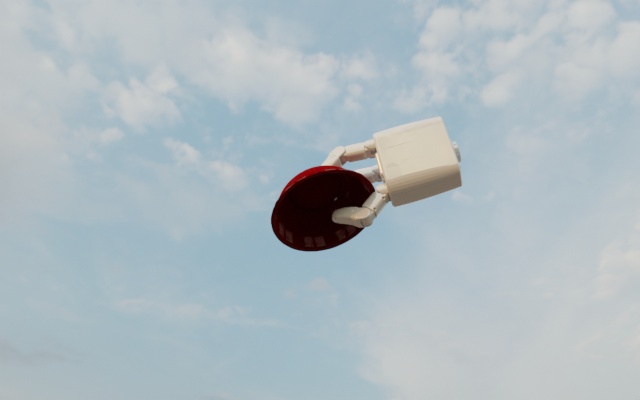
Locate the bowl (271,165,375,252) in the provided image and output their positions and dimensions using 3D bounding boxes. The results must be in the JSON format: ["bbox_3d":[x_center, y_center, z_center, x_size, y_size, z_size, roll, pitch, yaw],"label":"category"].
[{"bbox_3d":[-0.001,0.002,0.715,0.162,0.162,0.055,0,40,-22],"label":"bowl"}]
